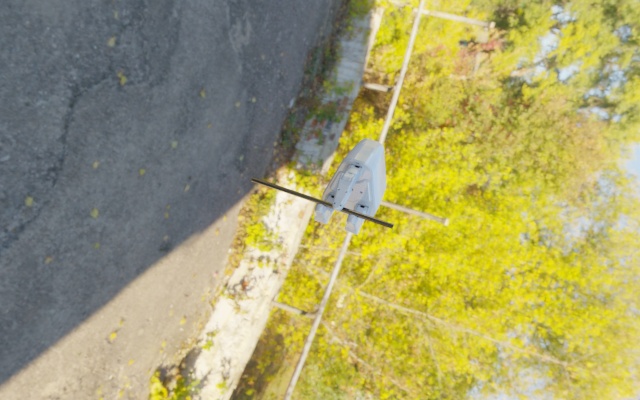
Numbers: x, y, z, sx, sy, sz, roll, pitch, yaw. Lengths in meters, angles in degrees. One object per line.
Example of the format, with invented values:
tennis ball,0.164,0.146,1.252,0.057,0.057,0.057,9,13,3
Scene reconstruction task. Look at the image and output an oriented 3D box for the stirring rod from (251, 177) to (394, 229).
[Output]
stirring rod,0.000,0.002,0.758,0.239,0.011,0.011,19,4,12
